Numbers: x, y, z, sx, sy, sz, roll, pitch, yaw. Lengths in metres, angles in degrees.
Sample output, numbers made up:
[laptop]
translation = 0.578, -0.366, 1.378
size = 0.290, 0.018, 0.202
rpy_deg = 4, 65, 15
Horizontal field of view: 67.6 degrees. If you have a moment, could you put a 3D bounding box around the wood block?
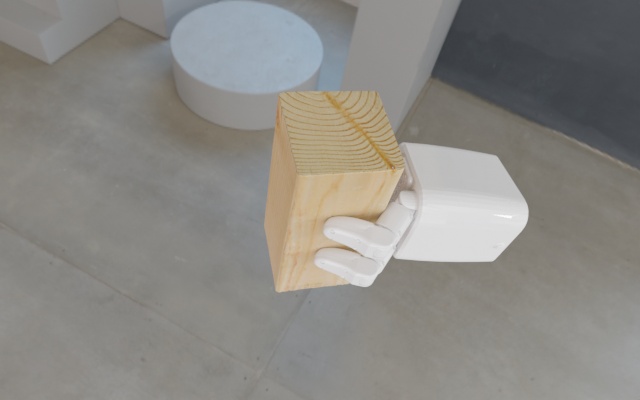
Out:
[wood block]
translation = 0.000, 0.001, 0.466
size = 0.090, 0.090, 0.206
rpy_deg = -4, -34, -14
